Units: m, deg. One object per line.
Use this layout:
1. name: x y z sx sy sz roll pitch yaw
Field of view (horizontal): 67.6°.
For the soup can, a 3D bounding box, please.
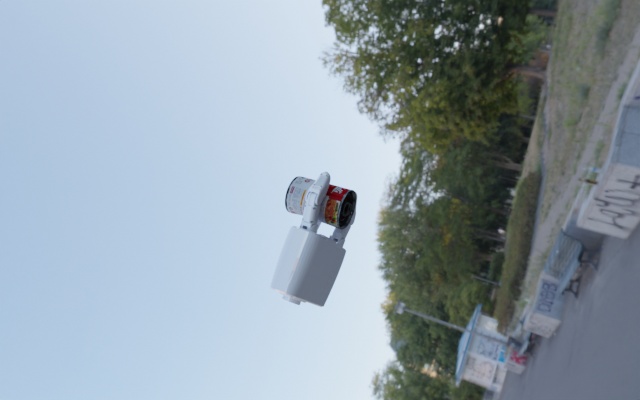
1. soup can: 0.000 0.002 0.803 0.102 0.068 0.068 16 6 23
